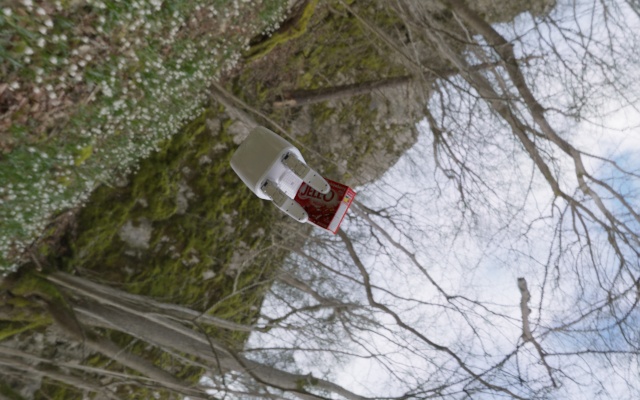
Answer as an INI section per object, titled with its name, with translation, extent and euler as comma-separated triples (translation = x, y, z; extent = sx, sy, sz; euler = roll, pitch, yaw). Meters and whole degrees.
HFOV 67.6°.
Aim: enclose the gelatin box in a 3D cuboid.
[gelatin box]
translation = 0.001, 0.003, 0.736
extent = 0.089, 0.073, 0.030
euler = 23, -8, 38
